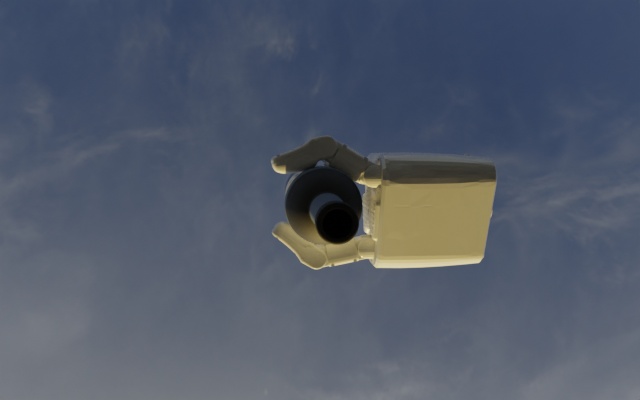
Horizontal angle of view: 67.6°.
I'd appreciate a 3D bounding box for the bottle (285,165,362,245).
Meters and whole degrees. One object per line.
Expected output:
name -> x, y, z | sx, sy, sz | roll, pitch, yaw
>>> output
bottle -> 0.000, 0.001, 0.445 | 0.069, 0.069, 0.295 | 0, 5, -4
